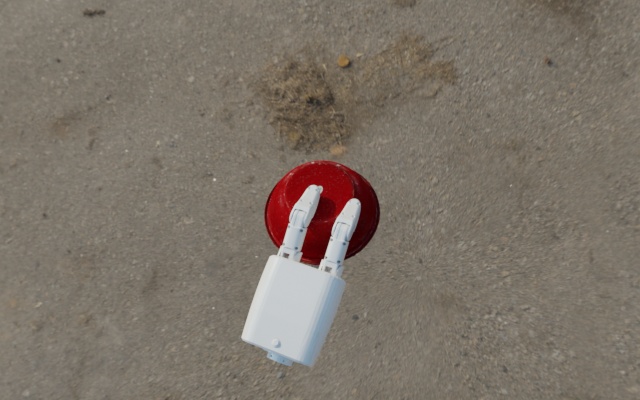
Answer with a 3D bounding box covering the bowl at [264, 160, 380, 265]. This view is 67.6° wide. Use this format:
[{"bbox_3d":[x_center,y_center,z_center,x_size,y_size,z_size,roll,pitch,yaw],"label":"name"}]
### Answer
[{"bbox_3d":[0.000,0.001,0.642,0.162,0.162,0.055,0,-30,4],"label":"bowl"}]
